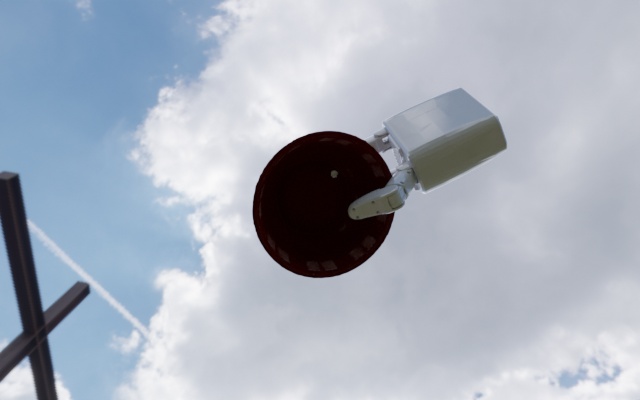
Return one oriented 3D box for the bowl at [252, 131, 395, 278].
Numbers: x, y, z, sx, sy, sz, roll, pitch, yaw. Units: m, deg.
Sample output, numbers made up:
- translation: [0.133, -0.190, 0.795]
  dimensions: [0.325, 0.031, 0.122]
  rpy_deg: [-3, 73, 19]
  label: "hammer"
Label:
- translation: [-0.001, 0.002, 0.533]
  dimensions: [0.162, 0.162, 0.055]
  rpy_deg: [0, 12, -18]
  label: "bowl"
